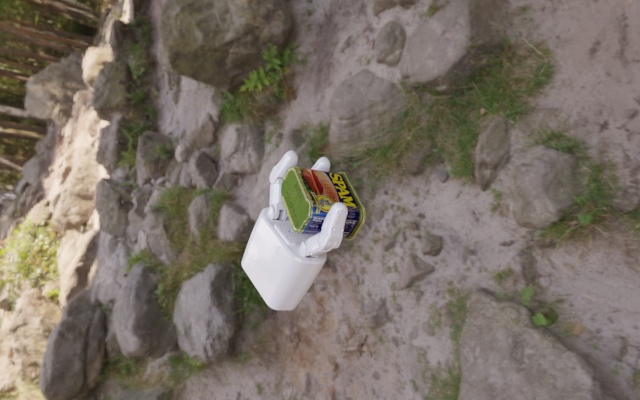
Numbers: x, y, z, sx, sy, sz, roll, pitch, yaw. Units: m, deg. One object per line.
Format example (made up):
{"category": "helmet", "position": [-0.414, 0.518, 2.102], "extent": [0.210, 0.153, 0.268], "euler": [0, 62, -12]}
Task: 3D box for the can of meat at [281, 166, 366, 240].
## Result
{"category": "can of meat", "position": [0.000, 0.002, 0.644], "extent": [0.084, 0.057, 0.102], "euler": [7, 40, -30]}
